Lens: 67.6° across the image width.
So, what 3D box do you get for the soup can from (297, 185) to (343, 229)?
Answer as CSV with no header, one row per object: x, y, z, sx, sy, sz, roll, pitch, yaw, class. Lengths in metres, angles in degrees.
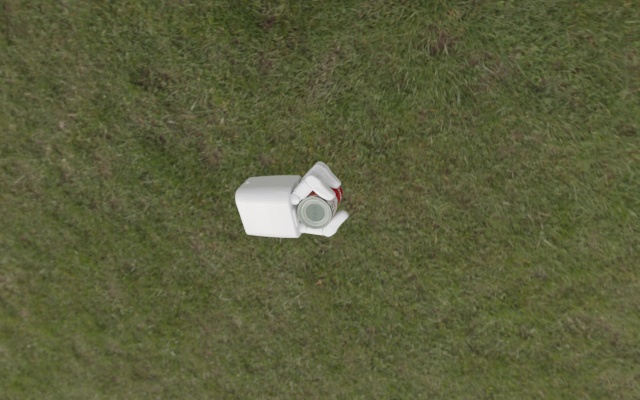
0.001,0.003,0.899,0.068,0.068,0.102,0,23,14,soup can
